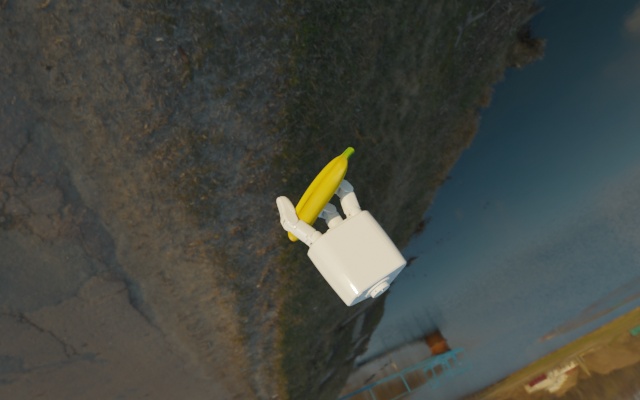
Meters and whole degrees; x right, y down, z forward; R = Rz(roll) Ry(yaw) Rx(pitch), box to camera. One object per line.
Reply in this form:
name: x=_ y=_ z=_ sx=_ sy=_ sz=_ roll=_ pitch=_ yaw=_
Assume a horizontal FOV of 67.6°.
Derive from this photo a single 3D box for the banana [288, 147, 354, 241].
banana: x=-0.007 y=0.003 z=0.765 sx=0.037 sy=0.198 sz=0.069 roll=43 pitch=27 yaw=15
